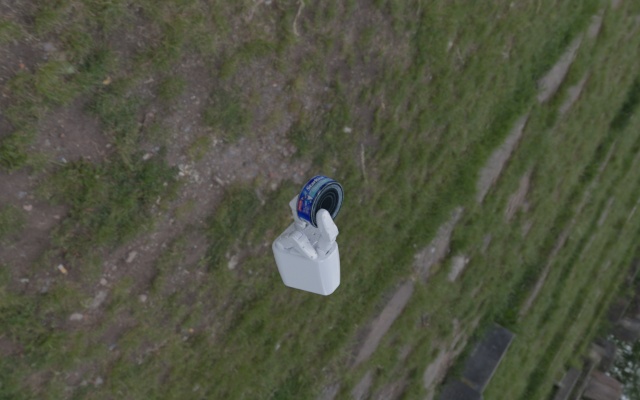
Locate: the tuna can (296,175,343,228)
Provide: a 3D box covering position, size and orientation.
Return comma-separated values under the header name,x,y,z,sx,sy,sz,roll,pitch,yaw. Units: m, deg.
name,x,y,z,sx,sy,sz,roll,pitch,yaw
tuna can,0.001,0.003,0.797,0.033,0.086,0.086,25,15,34
